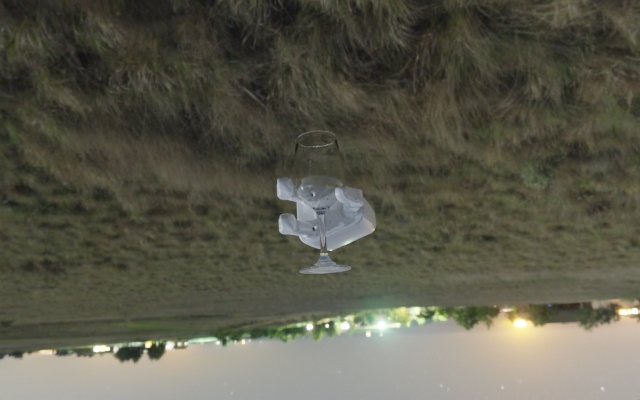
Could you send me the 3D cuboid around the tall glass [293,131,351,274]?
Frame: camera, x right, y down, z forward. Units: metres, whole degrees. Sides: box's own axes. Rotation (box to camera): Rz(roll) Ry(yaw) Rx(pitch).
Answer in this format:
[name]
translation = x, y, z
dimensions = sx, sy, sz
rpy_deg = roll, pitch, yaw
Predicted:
[tall glass]
translation = 0.000, 0.003, 0.698
dimensions = 0.079, 0.201, 0.079
rpy_deg = -4, -15, -1
